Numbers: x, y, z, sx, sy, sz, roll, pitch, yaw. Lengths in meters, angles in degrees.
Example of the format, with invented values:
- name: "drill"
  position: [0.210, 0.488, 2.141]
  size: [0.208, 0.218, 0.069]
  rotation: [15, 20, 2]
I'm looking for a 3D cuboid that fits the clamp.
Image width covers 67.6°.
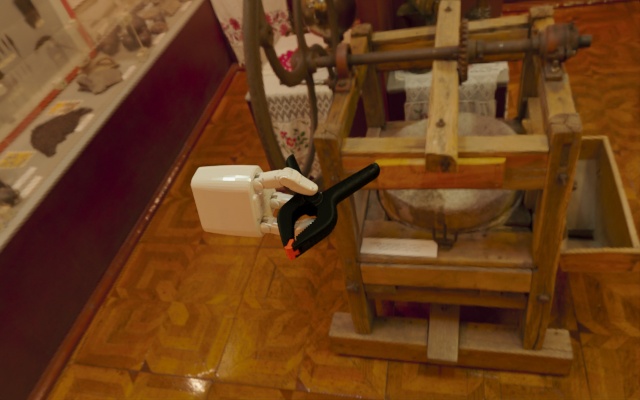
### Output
- name: "clamp"
  position: [0.000, 0.002, 0.742]
  size: [0.164, 0.209, 0.036]
  rotation: [2, -43, 17]
